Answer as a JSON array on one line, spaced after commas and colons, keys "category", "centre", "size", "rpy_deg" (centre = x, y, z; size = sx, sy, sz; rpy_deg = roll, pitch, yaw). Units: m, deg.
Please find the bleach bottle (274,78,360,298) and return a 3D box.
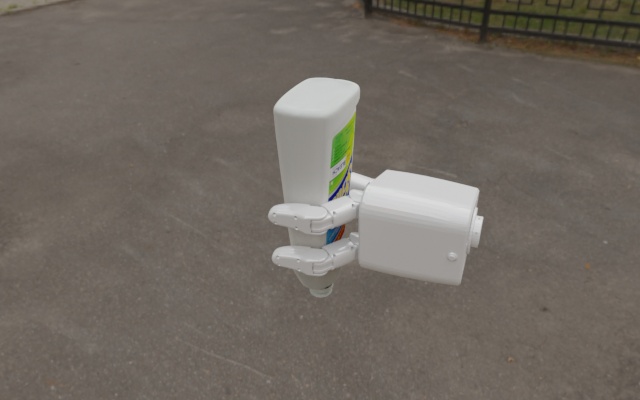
[{"category": "bleach bottle", "centre": [0.000, 0.002, 0.531], "size": [0.068, 0.251, 0.102], "rpy_deg": [12, 36, 20]}]
